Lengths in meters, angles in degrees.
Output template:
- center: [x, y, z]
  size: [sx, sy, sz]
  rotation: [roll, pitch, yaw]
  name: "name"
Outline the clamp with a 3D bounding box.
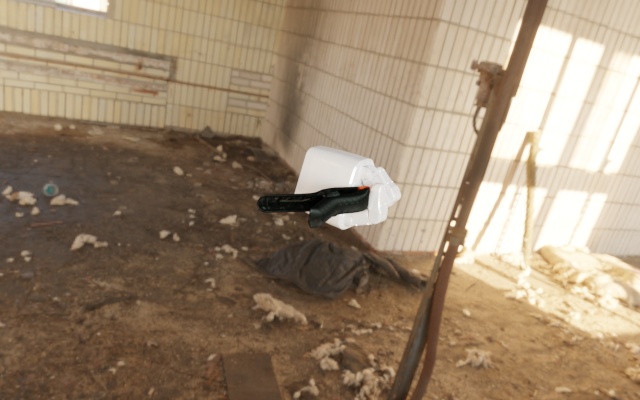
- center: [0.000, 0.002, 0.669]
  size: [0.120, 0.039, 0.171]
  rotation: [18, 18, 36]
  name: "clamp"
